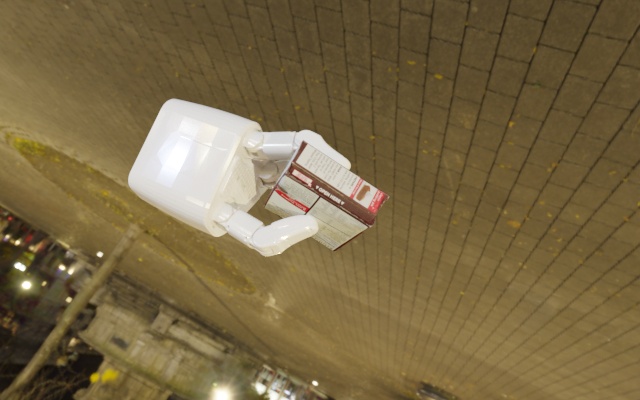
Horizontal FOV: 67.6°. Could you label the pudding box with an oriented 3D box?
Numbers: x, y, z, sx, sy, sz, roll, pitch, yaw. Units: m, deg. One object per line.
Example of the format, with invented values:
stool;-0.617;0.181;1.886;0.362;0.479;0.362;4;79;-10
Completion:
pudding box;0.000;0.002;0.449;0.090;0.039;0.113;32;-21;-5
